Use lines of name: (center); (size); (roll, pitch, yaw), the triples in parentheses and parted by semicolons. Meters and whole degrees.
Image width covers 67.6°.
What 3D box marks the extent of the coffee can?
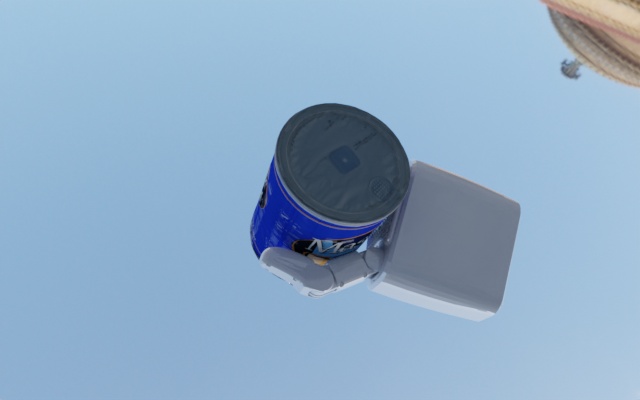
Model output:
coffee can: (0.000, 0.001, 0.406); (0.103, 0.102, 0.140); (0, -27, -17)
